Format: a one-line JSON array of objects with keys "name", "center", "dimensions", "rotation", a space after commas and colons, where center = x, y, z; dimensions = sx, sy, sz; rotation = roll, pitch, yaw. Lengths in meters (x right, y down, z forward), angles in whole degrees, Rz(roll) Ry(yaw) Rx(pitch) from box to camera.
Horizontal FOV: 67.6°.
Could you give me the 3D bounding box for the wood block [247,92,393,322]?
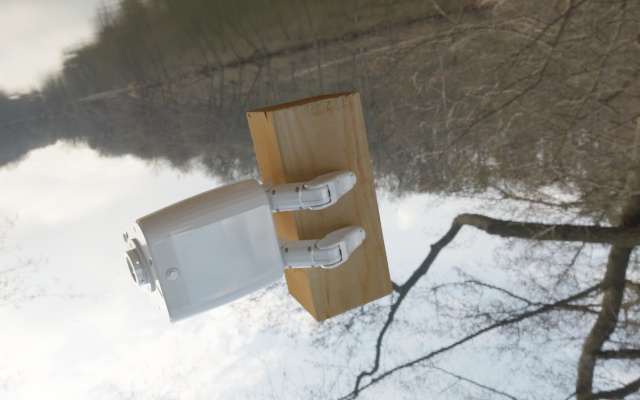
[{"name": "wood block", "center": [0.000, 0.002, 0.488], "dimensions": [0.090, 0.206, 0.091], "rotation": [-17, 16, -20]}]
